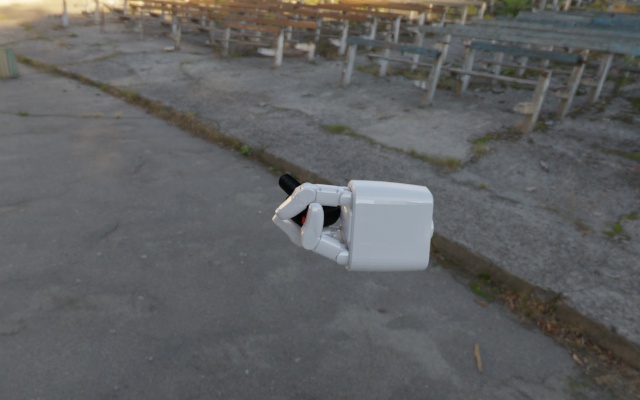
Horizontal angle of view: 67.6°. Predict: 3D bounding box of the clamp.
[{"bbox_3d":[0.000,0.002,0.694,0.120,0.039,0.171,2,23,-7],"label":"clamp"}]
